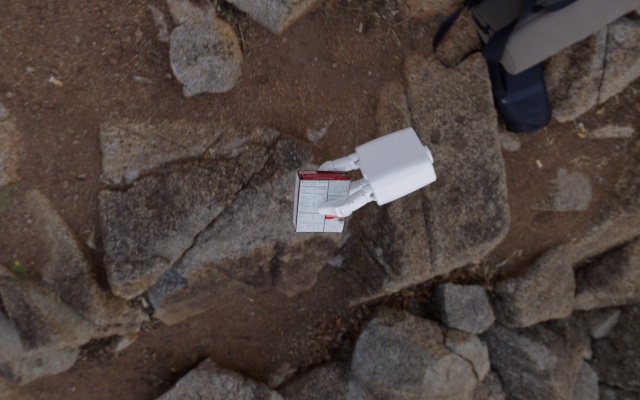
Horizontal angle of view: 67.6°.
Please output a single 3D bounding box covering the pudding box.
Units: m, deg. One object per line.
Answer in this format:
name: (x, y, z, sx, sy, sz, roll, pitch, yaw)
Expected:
pudding box: (0.000, 0.003, 0.833, 0.090, 0.114, 0.039, 1, 30, -10)
